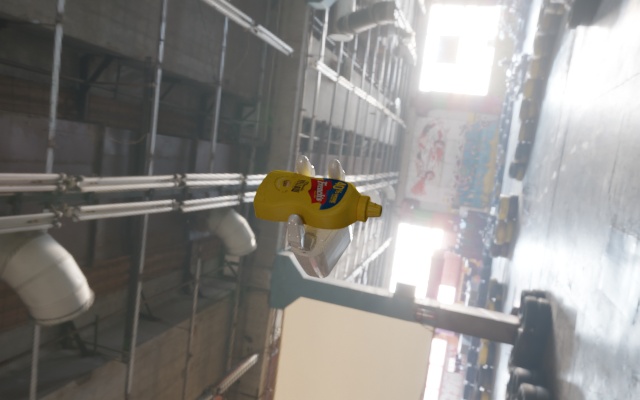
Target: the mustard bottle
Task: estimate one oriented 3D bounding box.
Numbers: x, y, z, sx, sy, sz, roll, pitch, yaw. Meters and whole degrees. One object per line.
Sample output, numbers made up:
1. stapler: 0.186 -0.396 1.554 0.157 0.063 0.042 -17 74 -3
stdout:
1. mustard bottle: 0.000 0.002 0.739 0.191 0.058 0.096 9 38 16
